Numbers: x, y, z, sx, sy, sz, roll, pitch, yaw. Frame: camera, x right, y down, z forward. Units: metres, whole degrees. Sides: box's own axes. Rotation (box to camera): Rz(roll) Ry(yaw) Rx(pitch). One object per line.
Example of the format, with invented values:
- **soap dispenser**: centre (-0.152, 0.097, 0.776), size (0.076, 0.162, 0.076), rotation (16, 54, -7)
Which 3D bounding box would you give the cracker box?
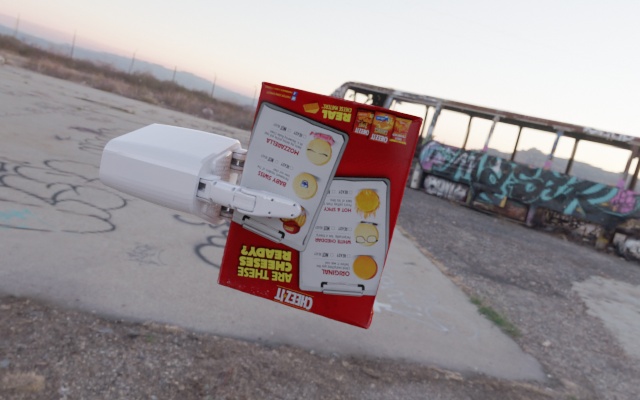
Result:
- **cracker box**: centre (0.000, 0.001, 0.497), size (0.164, 0.214, 0.072), rotation (15, 7, 11)
